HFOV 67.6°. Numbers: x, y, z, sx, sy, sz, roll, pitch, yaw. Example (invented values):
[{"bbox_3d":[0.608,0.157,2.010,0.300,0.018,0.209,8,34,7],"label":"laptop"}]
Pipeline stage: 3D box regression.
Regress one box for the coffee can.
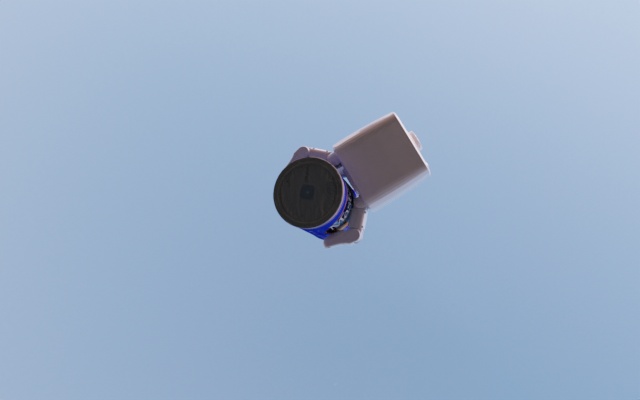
[{"bbox_3d":[0.000,0.003,0.729,0.103,0.102,0.140,0,-12,16],"label":"coffee can"}]
